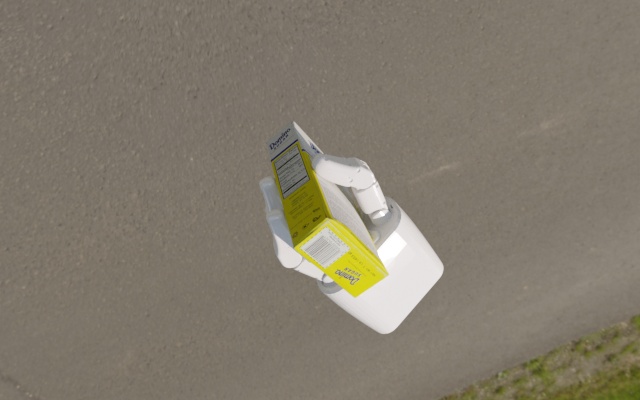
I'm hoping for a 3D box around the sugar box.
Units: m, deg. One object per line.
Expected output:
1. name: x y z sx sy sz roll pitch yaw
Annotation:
1. sugar box: 0.000 0.002 0.467 0.093 0.048 0.176 45 12 -34
